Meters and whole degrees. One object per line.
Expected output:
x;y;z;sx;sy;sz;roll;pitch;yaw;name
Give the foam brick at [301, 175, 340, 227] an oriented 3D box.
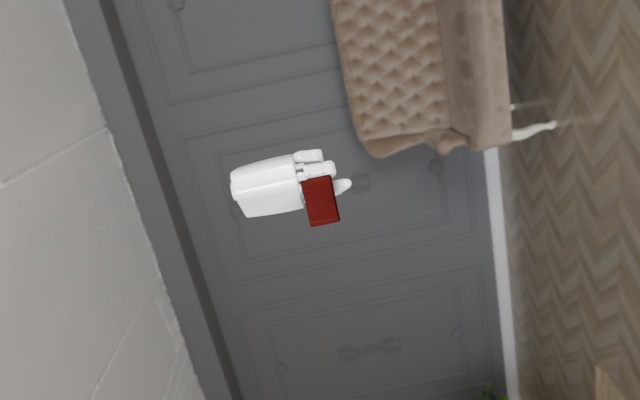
0.000;0.003;0.806;0.051;0.078;0.053;-12;-8;-1;foam brick
